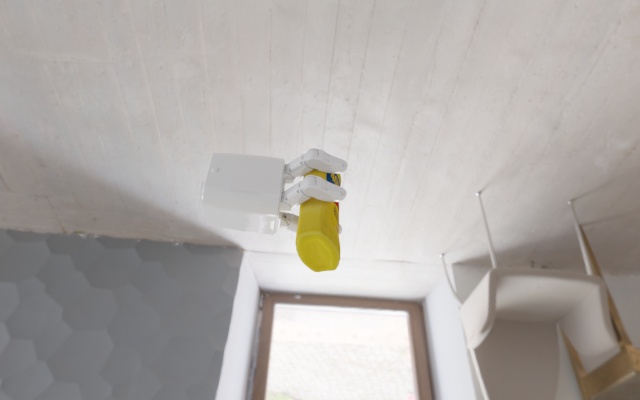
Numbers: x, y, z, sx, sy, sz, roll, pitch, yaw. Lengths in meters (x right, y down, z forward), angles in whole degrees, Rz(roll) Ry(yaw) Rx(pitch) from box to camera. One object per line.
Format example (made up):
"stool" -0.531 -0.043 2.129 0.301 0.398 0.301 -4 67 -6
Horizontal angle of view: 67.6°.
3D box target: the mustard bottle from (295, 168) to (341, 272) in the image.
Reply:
"mustard bottle" 0.000 0.002 0.701 0.058 0.191 0.096 -9 -43 13
